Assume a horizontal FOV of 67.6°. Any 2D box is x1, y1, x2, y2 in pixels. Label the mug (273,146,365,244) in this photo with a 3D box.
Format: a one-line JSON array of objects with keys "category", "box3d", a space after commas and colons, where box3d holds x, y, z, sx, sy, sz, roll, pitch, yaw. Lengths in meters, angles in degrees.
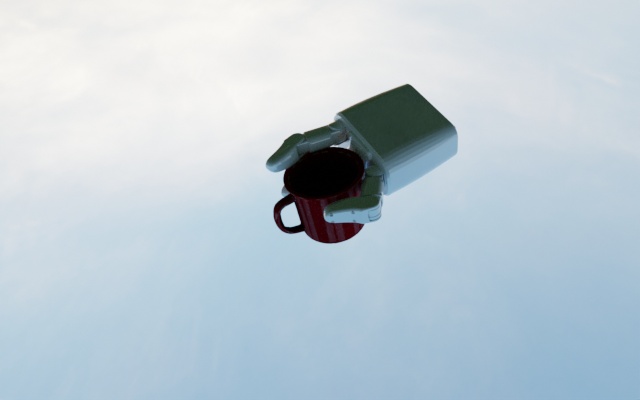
[{"category": "mug", "box3d": [-0.001, 0.003, 0.558, 0.117, 0.082, 0.093, -28, 43, -16]}]
